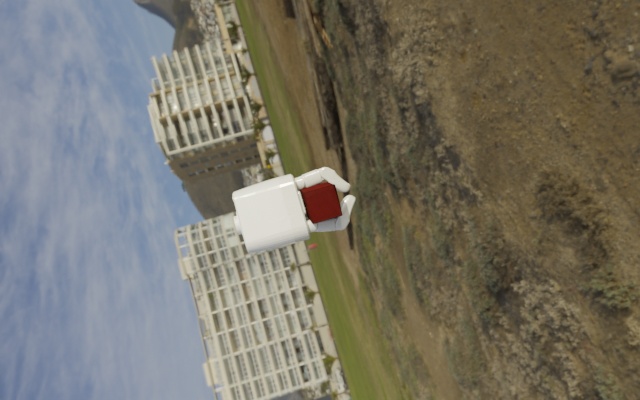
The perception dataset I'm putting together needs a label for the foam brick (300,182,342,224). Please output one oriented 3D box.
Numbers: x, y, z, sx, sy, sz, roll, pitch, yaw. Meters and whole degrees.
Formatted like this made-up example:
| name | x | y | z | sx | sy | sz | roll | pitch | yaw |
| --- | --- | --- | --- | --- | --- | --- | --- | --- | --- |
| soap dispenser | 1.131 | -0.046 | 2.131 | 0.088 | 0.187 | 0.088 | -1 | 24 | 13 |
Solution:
| name | x | y | z | sx | sy | sz | roll | pitch | yaw |
| --- | --- | --- | --- | --- | --- | --- | --- | --- | --- |
| foam brick | 0.000 | 0.002 | 0.777 | 0.051 | 0.053 | 0.078 | -15 | 6 | -5 |
